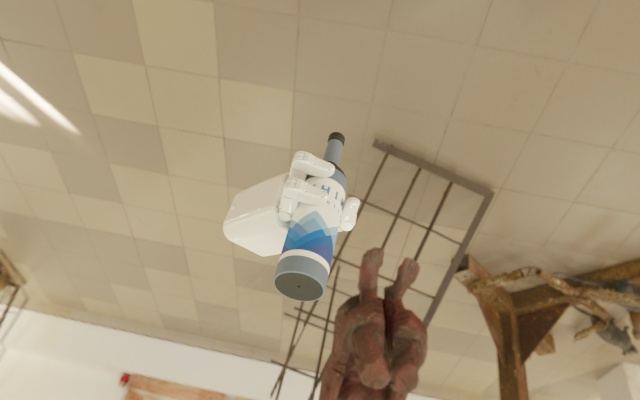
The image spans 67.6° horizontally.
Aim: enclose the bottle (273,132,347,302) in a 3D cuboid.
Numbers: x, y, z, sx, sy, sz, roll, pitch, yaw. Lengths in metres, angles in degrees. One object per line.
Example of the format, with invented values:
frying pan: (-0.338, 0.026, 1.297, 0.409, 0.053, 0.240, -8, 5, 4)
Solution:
bottle: (0.000, 0.002, 0.691, 0.069, 0.295, 0.069, 8, -43, 7)
